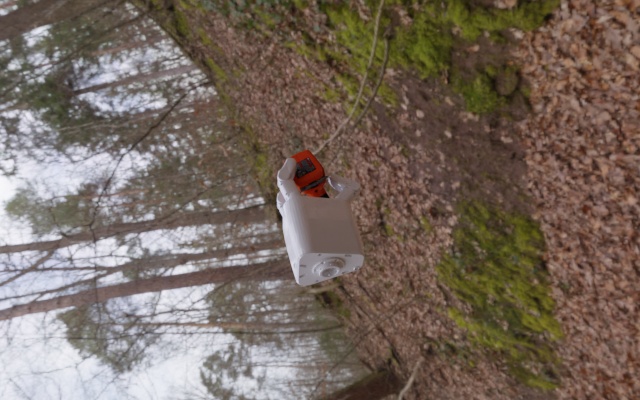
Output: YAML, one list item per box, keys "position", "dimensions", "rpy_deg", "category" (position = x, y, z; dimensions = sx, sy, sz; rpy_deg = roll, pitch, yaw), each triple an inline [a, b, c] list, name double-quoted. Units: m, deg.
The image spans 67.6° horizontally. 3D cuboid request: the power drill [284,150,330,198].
- position: [0.000, 0.003, 0.875]
  dimensions: [0.057, 0.188, 0.184]
  rpy_deg: [-30, 32, -3]
  category: "power drill"
